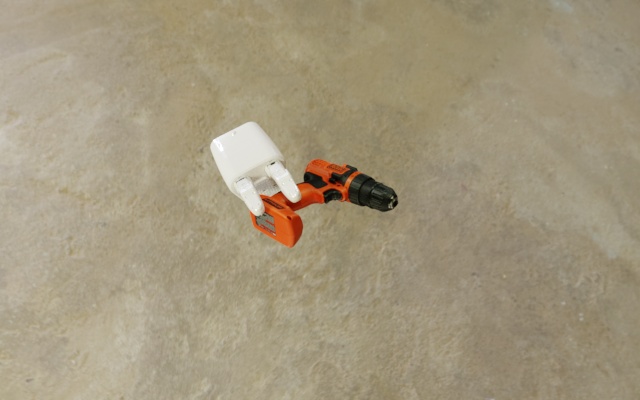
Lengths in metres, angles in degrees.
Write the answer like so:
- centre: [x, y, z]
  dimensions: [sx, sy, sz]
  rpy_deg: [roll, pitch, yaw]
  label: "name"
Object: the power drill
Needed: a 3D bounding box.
- centre: [0.000, 0.002, 0.737]
  dimensions: [0.187, 0.057, 0.184]
  rpy_deg: [-27, 35, -36]
  label: "power drill"
